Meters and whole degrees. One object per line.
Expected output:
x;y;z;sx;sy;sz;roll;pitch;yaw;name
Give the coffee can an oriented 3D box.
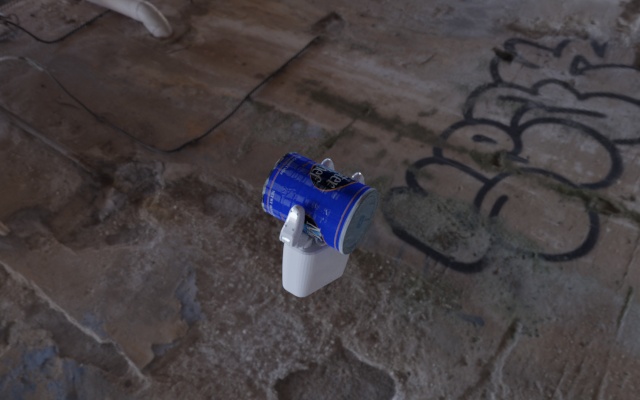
0.000;0.002;0.698;0.140;0.103;0.103;27;10;21;coffee can
